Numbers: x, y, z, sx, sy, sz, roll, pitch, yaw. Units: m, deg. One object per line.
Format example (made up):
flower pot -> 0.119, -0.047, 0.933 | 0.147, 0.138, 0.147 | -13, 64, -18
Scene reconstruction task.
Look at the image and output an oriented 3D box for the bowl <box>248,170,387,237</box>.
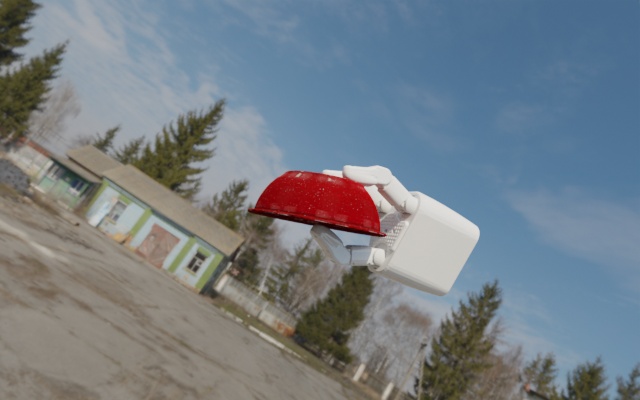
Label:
bowl -> -0.001, 0.001, 0.551 | 0.162, 0.055, 0.162 | 10, -4, 1
